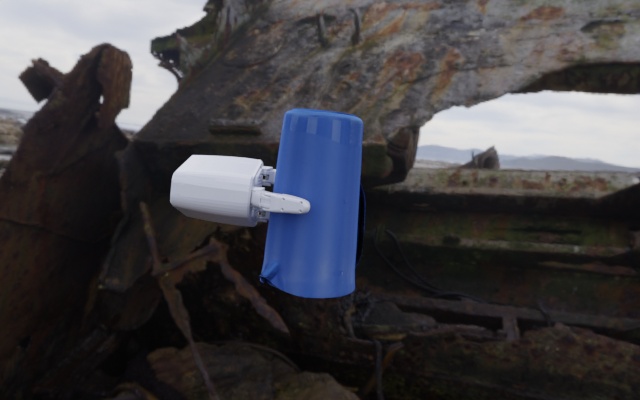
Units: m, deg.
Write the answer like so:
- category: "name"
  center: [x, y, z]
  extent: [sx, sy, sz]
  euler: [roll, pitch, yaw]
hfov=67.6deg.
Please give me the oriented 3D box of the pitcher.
- category: "pitcher"
  center: [0.000, 0.002, 0.663]
  extent: [0.145, 0.243, 0.149]
  euler: [6, 7, -1]
